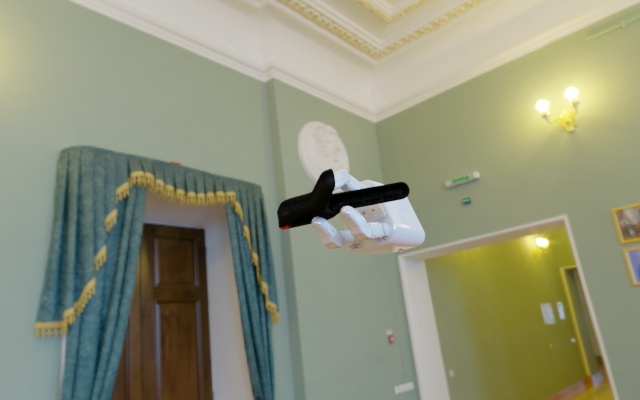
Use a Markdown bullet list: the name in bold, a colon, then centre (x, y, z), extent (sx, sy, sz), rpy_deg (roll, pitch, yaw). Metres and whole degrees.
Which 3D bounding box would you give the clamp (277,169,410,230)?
- **clamp**: centre (0.000, 0.002, 0.690), extent (0.210, 0.036, 0.164), rpy_deg (-19, -20, 37)
